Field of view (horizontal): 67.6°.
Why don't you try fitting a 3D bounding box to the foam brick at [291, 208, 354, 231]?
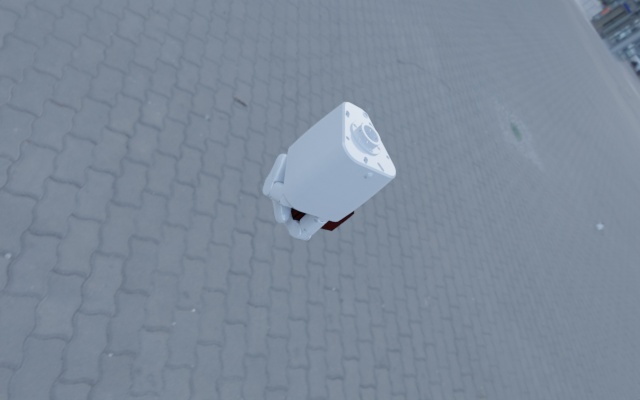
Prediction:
[{"bbox_3d":[0.000,0.002,0.675,0.078,0.053,0.051,19,-47,-40],"label":"foam brick"}]
